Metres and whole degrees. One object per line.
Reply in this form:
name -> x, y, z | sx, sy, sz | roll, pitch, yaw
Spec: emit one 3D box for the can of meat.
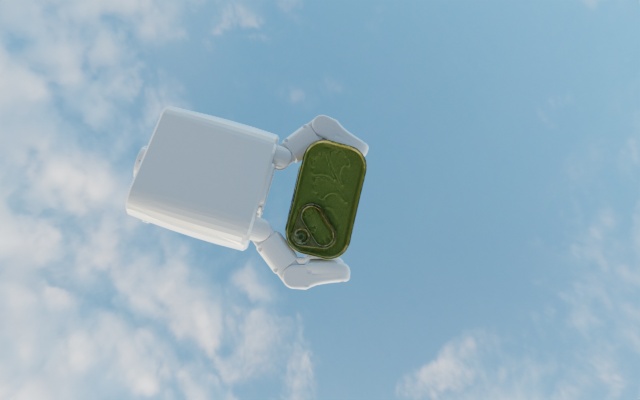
can of meat -> 0.000, 0.001, 0.453 | 0.057, 0.102, 0.084 | 14, -5, -7
